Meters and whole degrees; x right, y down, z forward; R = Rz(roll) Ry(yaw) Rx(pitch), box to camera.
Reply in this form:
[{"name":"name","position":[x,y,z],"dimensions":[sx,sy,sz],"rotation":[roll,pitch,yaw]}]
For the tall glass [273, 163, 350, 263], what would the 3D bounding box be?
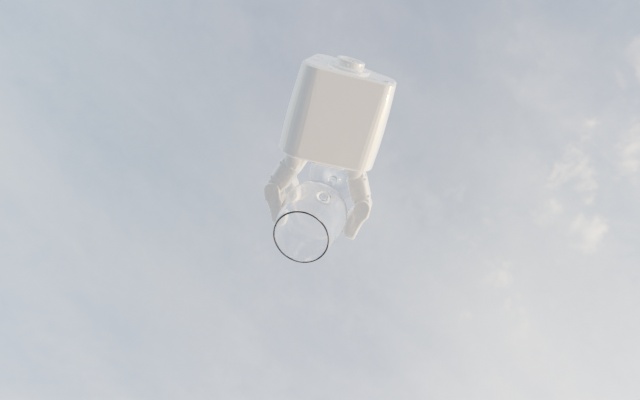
[{"name":"tall glass","position":[0.000,0.002,0.593],"dimensions":[0.079,0.079,0.201],"rotation":[0,22,13]}]
